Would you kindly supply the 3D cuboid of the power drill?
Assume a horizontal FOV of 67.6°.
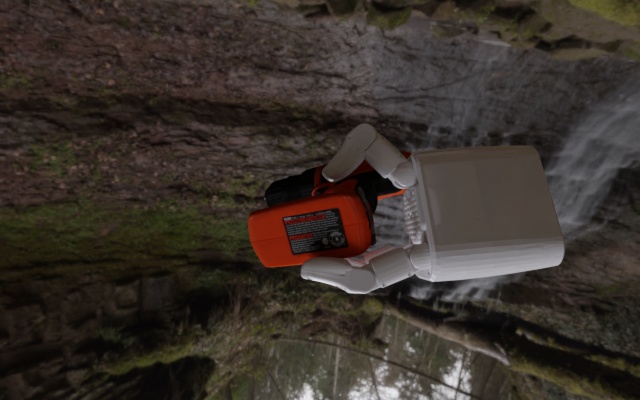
[{"bbox_3d":[0.000,0.002,0.480,0.184,0.057,0.187,-13,14,21],"label":"power drill"}]
